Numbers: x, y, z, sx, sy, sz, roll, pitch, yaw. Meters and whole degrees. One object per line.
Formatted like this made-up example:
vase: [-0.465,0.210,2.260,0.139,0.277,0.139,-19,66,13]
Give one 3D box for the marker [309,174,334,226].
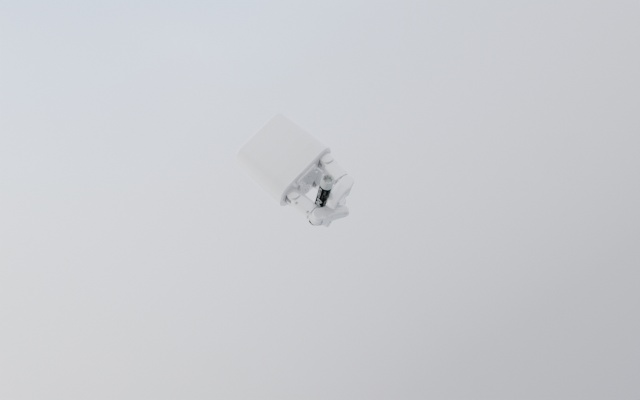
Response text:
marker: [0.000,0.002,0.719,0.020,0.020,0.121,0,-33,-12]
